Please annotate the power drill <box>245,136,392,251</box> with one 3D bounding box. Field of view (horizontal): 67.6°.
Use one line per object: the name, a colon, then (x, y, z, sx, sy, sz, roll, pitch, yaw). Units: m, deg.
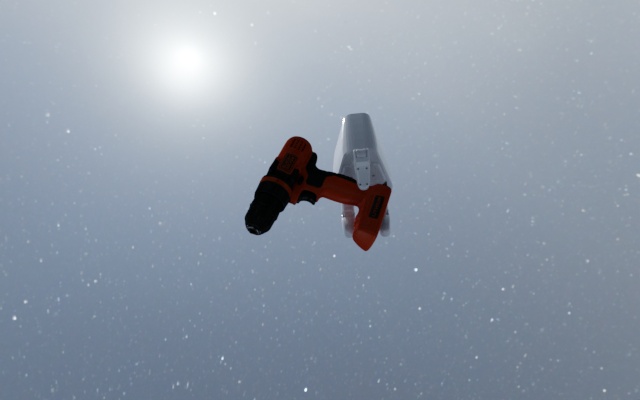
power drill: (0.001, 0.002, 0.705, 0.187, 0.184, 0.057, 25, -34, 0)
